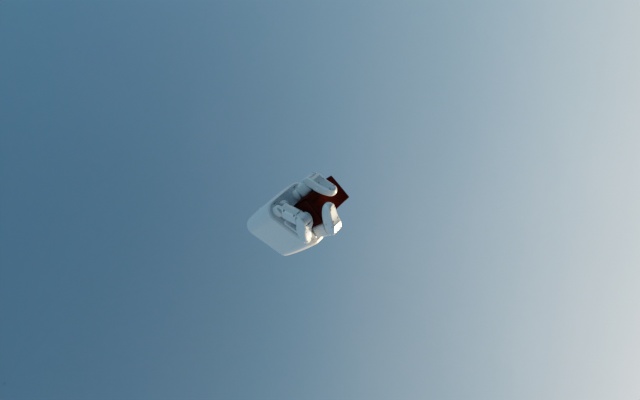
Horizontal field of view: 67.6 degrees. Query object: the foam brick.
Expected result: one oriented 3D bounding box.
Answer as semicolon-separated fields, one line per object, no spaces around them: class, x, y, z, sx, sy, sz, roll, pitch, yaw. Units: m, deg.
foam brick;0.000;0.003;0.843;0.078;0.053;0.051;-42;7;-36
